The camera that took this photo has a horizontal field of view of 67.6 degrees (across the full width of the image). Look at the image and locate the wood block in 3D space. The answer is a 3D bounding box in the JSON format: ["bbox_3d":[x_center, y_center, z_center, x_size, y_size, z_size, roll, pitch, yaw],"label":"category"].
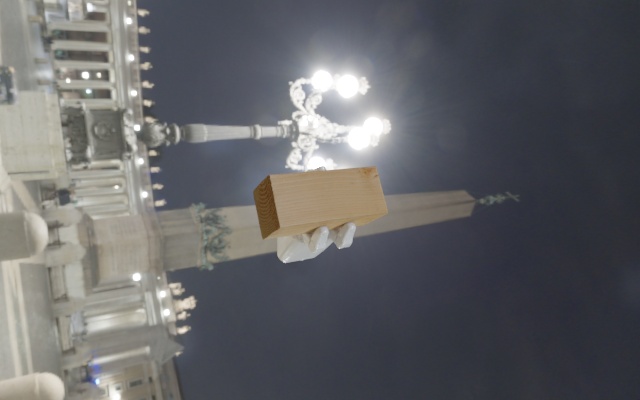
[{"bbox_3d":[0.000,0.003,0.831,0.206,0.090,0.090,-7,-14,-28],"label":"wood block"}]
